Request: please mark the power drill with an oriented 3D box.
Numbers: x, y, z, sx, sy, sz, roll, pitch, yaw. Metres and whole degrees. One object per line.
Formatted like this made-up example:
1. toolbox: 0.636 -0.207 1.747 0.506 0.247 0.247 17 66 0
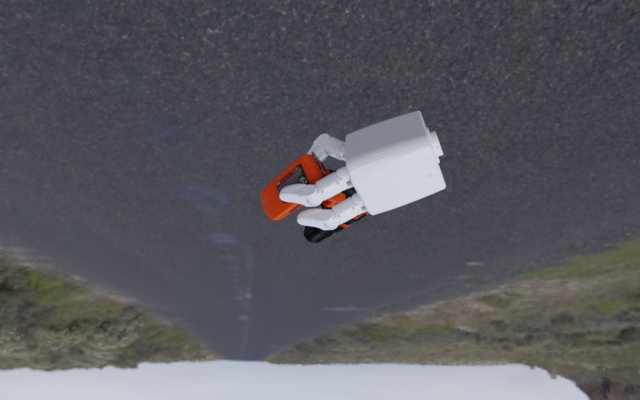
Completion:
1. power drill: 0.000 0.002 0.729 0.184 0.057 0.188 -40 -29 25
